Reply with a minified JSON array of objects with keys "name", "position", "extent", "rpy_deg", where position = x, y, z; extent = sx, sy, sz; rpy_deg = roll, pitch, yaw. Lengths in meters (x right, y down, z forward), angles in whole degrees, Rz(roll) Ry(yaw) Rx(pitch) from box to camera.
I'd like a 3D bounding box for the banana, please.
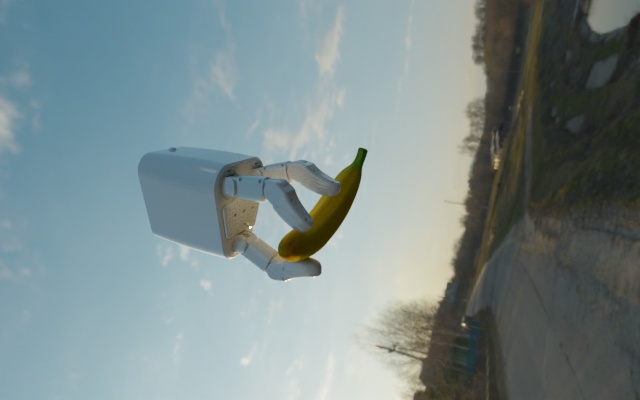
[{"name":"banana","position":[0.002,0.014,0.540],"extent":[0.037,0.070,0.197],"rpy_deg":[15,42,20]}]
